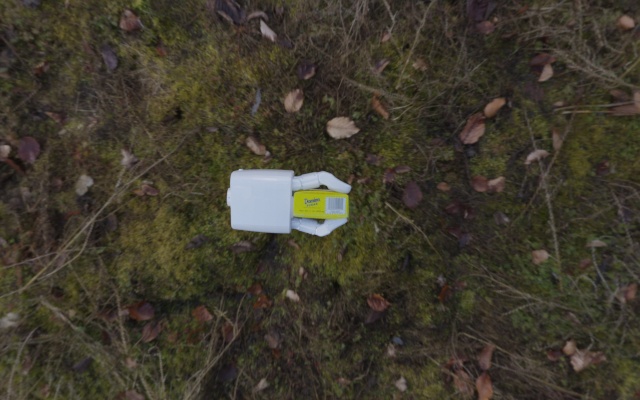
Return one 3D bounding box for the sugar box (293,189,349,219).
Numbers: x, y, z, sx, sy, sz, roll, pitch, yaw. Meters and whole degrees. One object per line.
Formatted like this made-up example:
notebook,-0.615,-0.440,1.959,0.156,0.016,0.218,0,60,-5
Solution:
sugar box,0.000,0.002,0.872,0.093,0.048,0.176,3,6,-1
